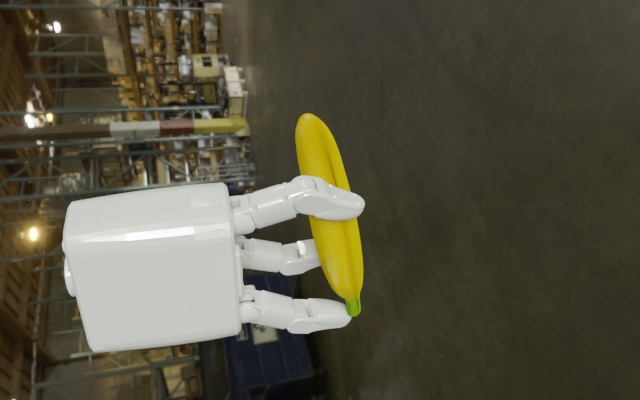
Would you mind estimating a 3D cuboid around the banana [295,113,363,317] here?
[{"bbox_3d":[0.003,-0.003,0.409,0.037,0.197,0.070,-7,-21,-12],"label":"banana"}]
